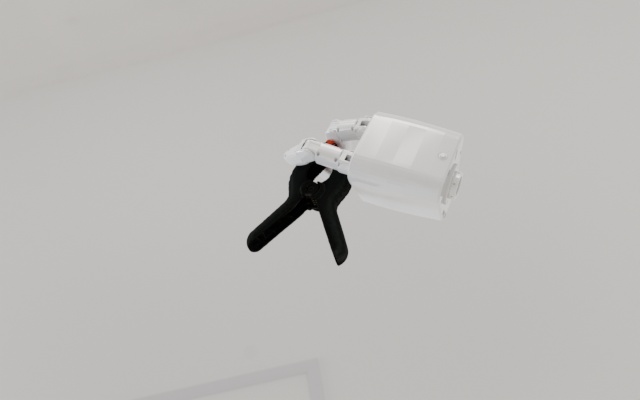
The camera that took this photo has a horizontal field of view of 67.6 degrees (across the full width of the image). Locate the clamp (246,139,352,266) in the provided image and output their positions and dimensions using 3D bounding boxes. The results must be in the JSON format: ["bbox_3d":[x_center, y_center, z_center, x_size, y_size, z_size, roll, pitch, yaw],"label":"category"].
[{"bbox_3d":[0.000,0.002,0.563,0.120,0.171,0.039,17,-28,21],"label":"clamp"}]
